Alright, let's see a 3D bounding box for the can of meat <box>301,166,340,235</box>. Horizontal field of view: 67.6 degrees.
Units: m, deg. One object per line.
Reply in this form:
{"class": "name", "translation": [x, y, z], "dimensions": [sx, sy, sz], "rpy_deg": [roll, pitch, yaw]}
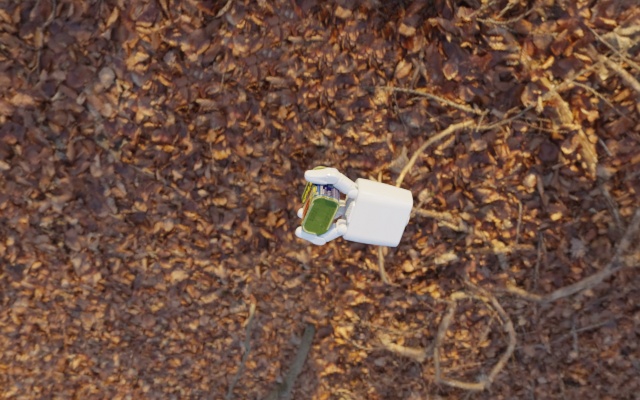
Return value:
{"class": "can of meat", "translation": [0.000, 0.003, 0.891], "dimensions": [0.057, 0.102, 0.083], "rpy_deg": [14, 41, -11]}
